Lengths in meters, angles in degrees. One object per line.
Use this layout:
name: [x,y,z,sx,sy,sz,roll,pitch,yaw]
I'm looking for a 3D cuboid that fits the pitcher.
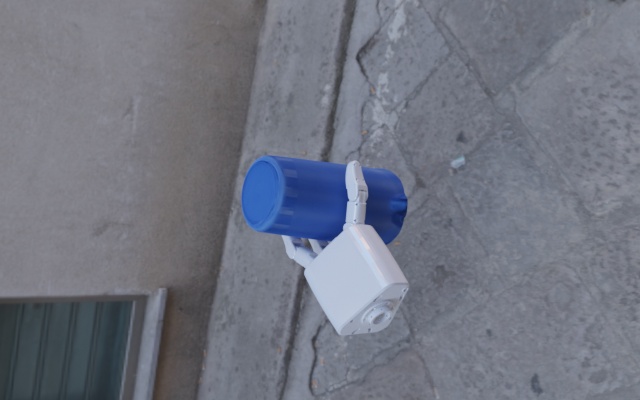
pitcher: [0.000,0.003,0.740,0.243,0.149,0.145,8,40,-39]
